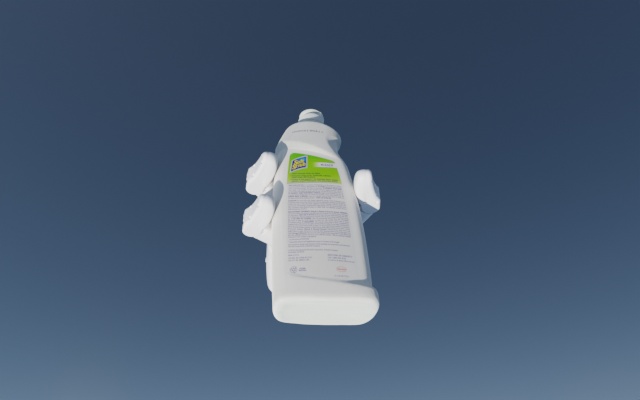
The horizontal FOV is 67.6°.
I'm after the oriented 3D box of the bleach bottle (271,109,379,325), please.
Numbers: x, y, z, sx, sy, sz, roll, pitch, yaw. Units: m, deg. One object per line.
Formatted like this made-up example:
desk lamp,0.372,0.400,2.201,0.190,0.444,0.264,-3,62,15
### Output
bleach bottle,0.000,0.002,0.511,0.102,0.250,0.068,3,-35,-7
